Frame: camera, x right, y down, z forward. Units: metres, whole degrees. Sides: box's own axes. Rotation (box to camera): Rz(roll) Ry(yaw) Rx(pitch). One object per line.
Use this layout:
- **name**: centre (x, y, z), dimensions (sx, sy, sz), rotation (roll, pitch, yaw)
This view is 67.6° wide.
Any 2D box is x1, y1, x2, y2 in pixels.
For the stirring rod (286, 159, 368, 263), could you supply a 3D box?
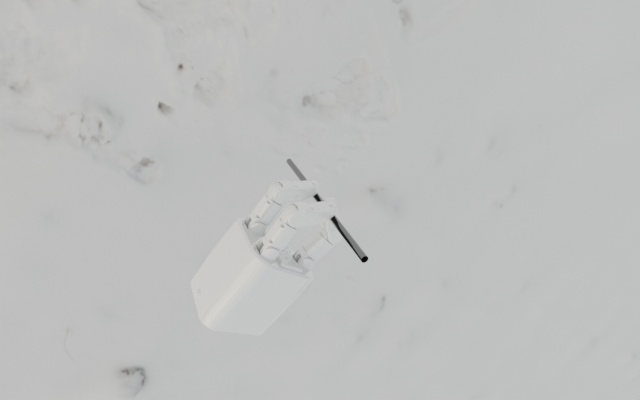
- **stirring rod**: centre (0.000, 0.002, 0.573), dimensions (0.011, 0.011, 0.239), rotation (0, 28, -25)
